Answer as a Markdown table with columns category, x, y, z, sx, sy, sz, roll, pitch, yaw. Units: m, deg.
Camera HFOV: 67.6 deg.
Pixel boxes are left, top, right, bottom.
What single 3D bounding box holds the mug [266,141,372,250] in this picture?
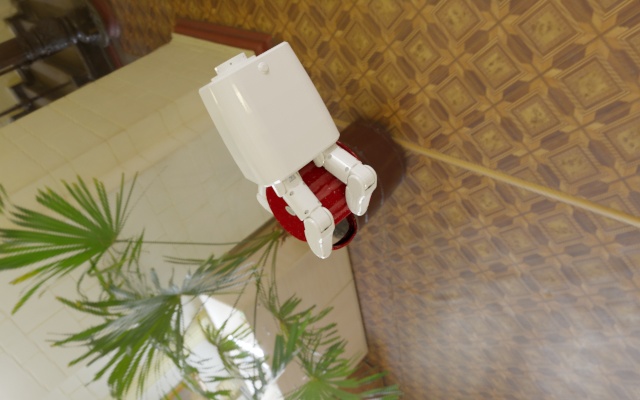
| category | x | y | z | sx | sy | sz | roll | pitch | yaw |
| --- | --- | --- | --- | --- | --- | --- | --- | --- | --- |
| mug | 0.001 | 0.003 | 0.524 | 0.081 | 0.117 | 0.093 | -39 | 22 | -29 |
